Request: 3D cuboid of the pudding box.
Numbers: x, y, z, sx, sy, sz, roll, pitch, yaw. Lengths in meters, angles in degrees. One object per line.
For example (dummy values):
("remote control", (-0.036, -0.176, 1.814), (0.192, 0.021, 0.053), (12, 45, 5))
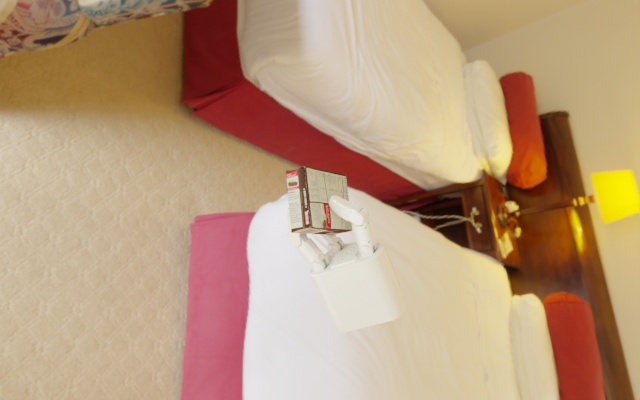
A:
("pudding box", (0.000, 0.002, 0.697), (0.039, 0.090, 0.113), (-13, -12, 32))
